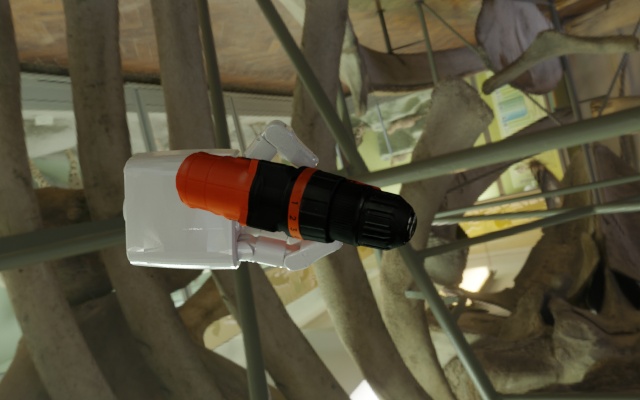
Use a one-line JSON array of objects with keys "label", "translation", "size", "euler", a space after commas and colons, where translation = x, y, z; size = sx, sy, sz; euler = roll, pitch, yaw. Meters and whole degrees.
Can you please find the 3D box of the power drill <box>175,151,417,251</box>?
[{"label": "power drill", "translation": [0.000, 0.001, 0.412], "size": [0.184, 0.057, 0.187], "euler": [14, 1, 19]}]
